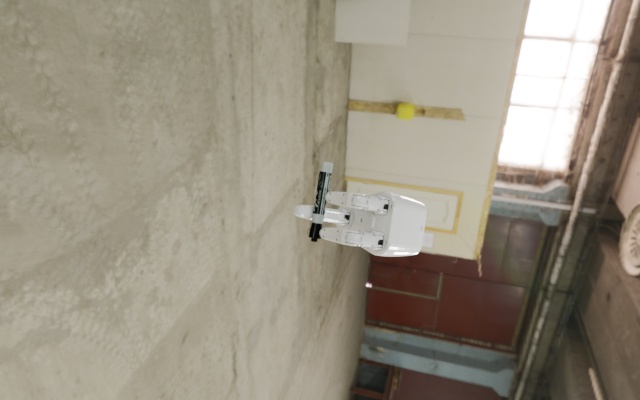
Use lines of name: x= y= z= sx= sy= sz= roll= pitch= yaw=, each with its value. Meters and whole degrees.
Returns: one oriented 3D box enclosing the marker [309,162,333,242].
marker: x=0.000 y=0.002 z=0.719 sx=0.020 sy=0.121 sz=0.020 roll=9 pitch=-1 yaw=0
